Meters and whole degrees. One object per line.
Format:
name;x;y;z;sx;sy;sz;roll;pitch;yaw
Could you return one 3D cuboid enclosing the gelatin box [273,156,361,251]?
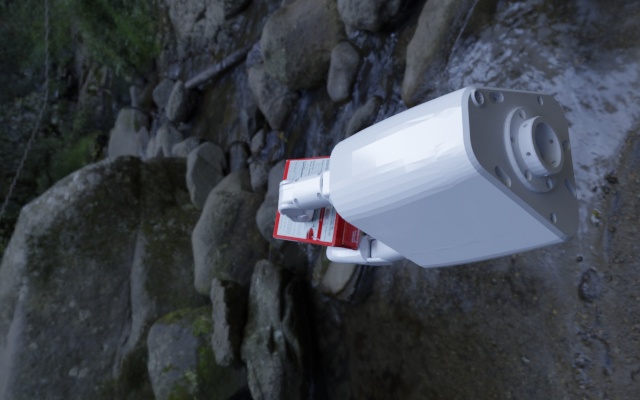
gelatin box;-0.001;0.001;0.410;0.030;0.073;0.089;13;-7;-38
